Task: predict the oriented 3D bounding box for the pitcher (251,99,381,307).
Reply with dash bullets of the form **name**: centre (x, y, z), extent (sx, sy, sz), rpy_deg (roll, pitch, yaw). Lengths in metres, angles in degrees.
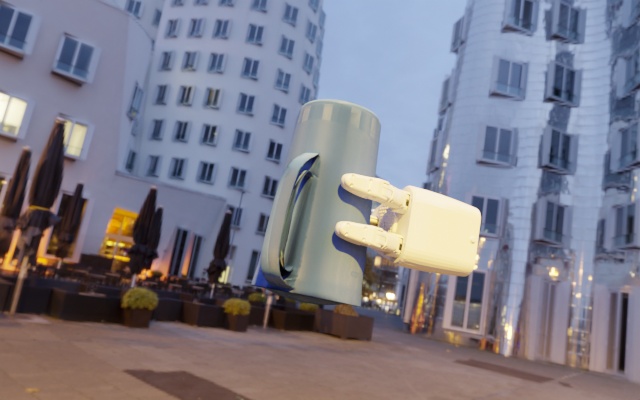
- **pitcher**: centre (0.000, 0.002, 0.583), extent (0.145, 0.242, 0.149), rpy_deg (14, -12, -18)
